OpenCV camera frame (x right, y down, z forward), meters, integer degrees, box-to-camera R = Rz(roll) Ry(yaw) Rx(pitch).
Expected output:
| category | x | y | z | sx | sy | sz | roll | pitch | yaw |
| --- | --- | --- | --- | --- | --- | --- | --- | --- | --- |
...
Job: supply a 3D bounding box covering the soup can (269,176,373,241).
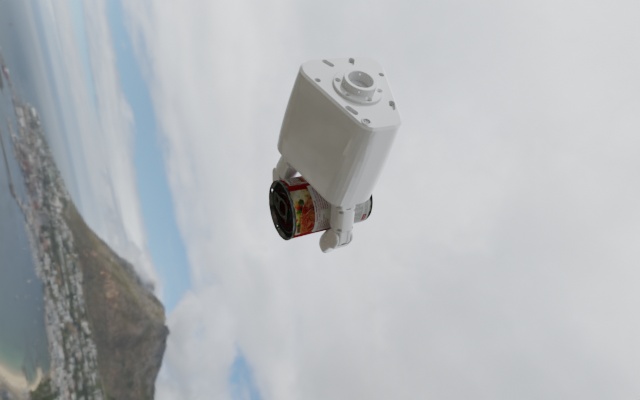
| category | x | y | z | sx | sy | sz | roll | pitch | yaw |
| --- | --- | --- | --- | --- | --- | --- | --- | --- | --- |
| soup can | 0.000 | 0.002 | 0.550 | 0.102 | 0.068 | 0.068 | -12 | 5 | -26 |
